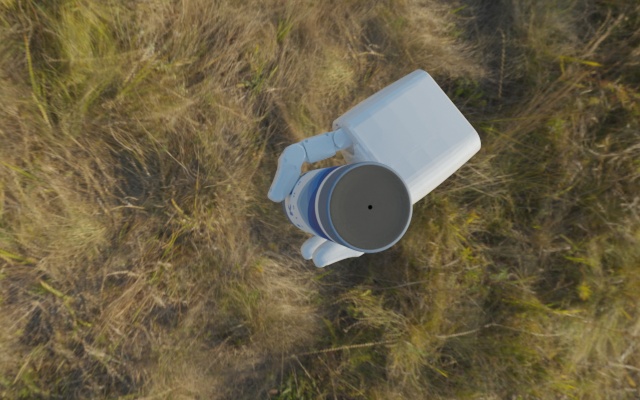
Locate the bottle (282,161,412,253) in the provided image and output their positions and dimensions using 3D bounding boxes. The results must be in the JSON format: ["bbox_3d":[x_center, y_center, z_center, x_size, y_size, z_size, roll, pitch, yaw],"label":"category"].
[{"bbox_3d":[0.000,0.002,0.486,0.069,0.069,0.295,0,1,-14],"label":"bottle"}]
